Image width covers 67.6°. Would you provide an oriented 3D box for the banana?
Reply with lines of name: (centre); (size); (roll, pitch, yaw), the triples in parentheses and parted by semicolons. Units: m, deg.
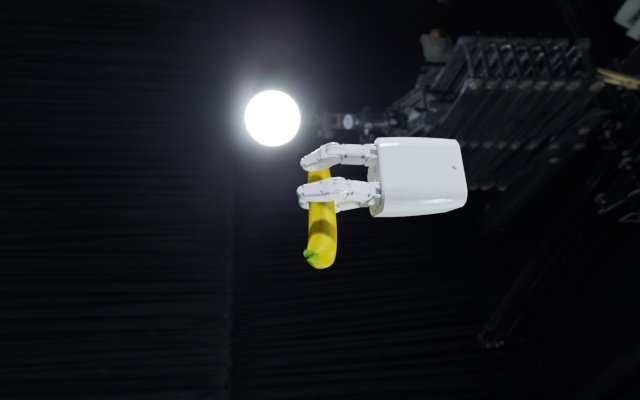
banana: (0.001, 0.018, 0.614); (0.037, 0.070, 0.197); (-3, 42, 2)
